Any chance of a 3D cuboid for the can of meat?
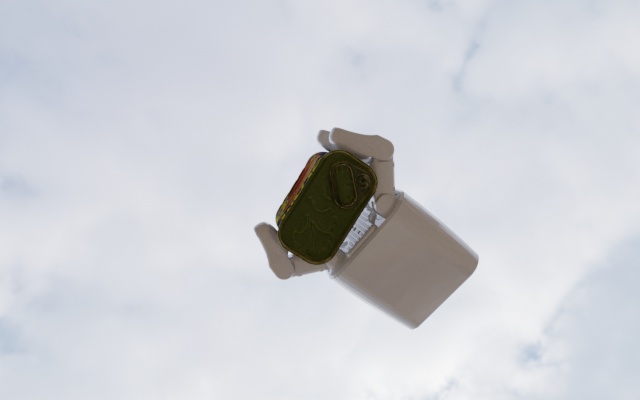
[{"bbox_3d":[0.000,0.002,0.457,0.057,0.102,0.084,32,1,-12],"label":"can of meat"}]
